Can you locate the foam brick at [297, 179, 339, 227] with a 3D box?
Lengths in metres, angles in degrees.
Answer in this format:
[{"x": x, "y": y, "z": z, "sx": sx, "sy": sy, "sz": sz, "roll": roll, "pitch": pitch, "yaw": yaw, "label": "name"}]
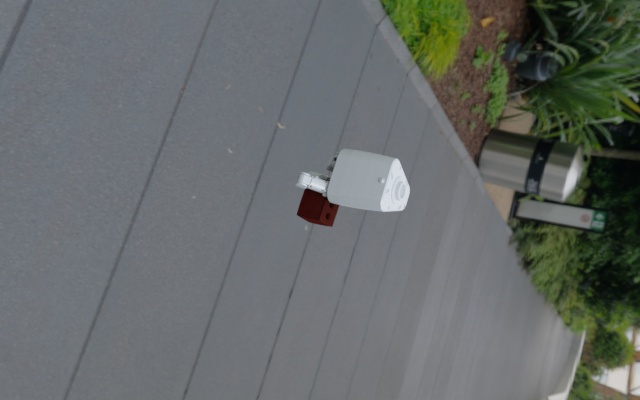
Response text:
[{"x": 0.000, "y": 0.003, "z": 0.874, "sx": 0.051, "sy": 0.078, "sz": 0.053, "roll": 13, "pitch": -10, "yaw": 32, "label": "foam brick"}]
